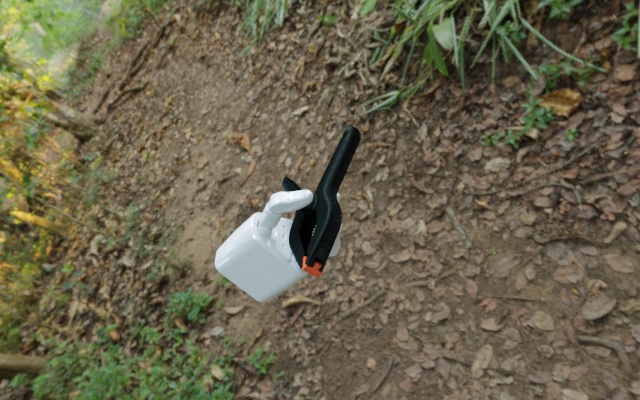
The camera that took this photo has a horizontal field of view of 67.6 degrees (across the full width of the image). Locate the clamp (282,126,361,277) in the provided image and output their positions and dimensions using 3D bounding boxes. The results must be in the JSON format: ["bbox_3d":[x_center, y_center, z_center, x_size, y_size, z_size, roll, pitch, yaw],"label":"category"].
[{"bbox_3d":[-0.001,0.002,0.652,0.036,0.209,0.165,28,-51,-28],"label":"clamp"}]
